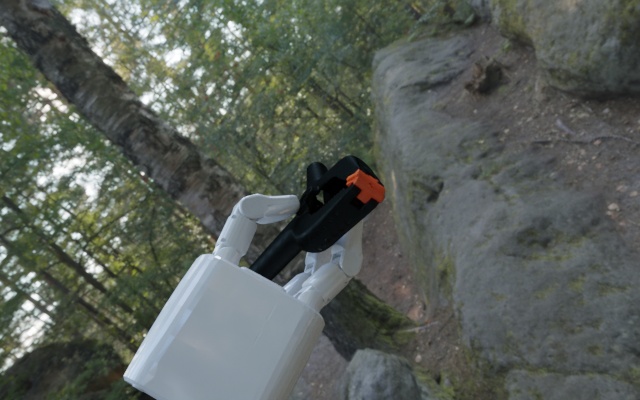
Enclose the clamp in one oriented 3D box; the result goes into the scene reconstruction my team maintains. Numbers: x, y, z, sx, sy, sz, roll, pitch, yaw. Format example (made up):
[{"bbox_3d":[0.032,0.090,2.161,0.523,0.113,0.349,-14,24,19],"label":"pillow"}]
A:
[{"bbox_3d":[0.000,0.001,0.452,0.036,0.164,0.210,34,-29,-14],"label":"clamp"}]
